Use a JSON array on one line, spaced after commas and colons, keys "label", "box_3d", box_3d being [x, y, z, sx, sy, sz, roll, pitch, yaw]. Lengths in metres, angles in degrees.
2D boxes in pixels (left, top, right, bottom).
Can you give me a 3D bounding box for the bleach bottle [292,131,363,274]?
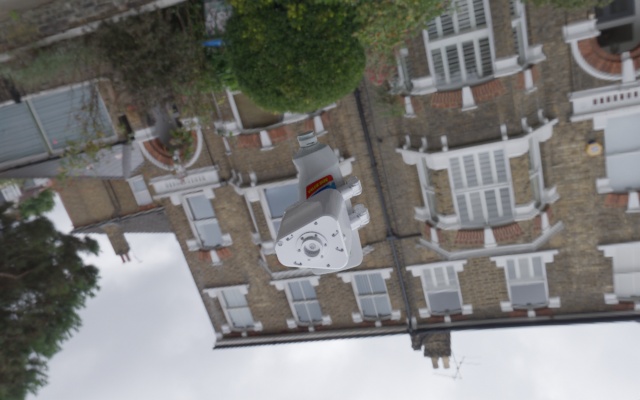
[{"label": "bleach bottle", "box_3d": [0.000, 0.003, 0.846, 0.102, 0.251, 0.068, -13, 19, 9]}]
